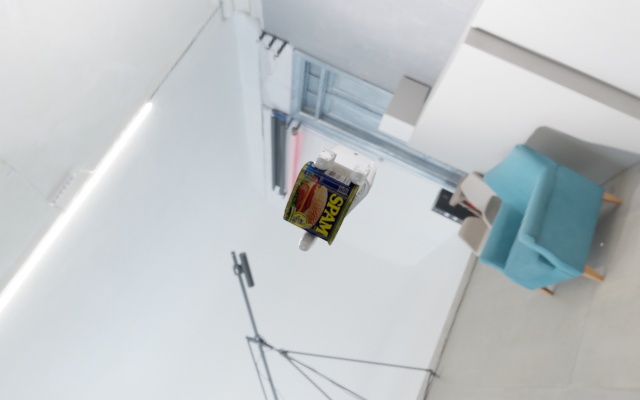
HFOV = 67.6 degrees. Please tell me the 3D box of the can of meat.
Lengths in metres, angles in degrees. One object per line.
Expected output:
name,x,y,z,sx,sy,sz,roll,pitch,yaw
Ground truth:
can of meat,0.000,0.002,0.701,0.084,0.102,0.057,27,28,5
